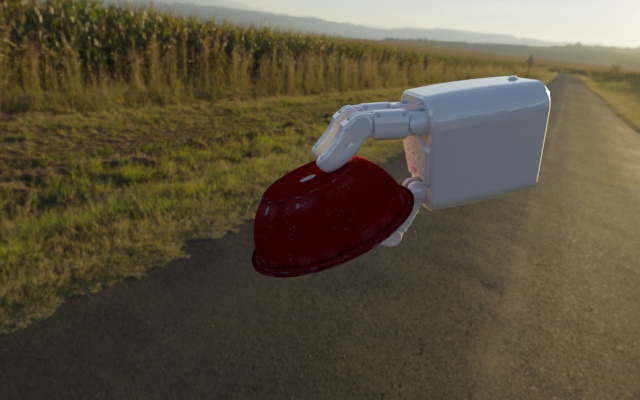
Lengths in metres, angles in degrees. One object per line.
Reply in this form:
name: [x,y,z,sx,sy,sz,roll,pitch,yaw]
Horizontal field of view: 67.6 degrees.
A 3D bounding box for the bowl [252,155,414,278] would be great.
bowl: [-0.001,0.002,0.435,0.162,0.055,0.162,-22,19,8]
